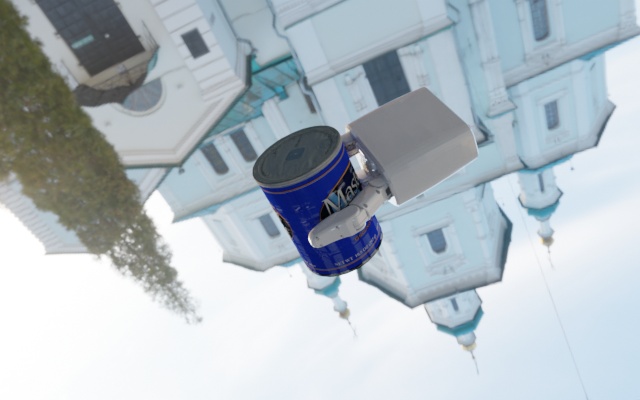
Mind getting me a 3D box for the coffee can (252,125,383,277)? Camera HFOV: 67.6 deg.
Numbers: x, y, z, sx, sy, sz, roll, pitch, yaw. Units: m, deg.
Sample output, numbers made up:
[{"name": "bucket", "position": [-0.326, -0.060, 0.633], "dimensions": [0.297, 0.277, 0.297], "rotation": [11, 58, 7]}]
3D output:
[{"name": "coffee can", "position": [0.000, 0.002, 0.542], "dimensions": [0.103, 0.140, 0.102], "rotation": [-19, 33, 13]}]
